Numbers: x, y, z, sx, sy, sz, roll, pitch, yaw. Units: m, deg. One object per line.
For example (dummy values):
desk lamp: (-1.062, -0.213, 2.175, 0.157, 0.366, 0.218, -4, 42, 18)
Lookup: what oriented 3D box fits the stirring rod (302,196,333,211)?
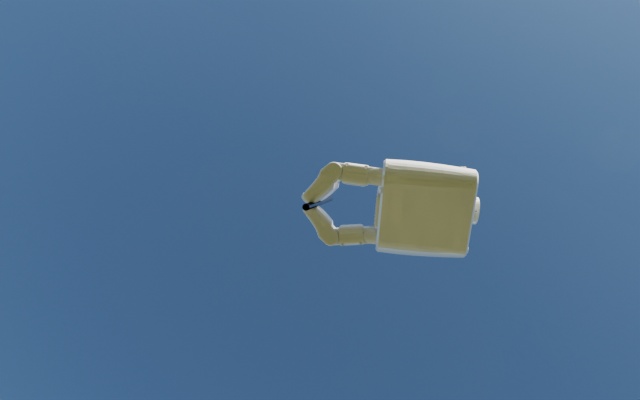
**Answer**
stirring rod: (0.000, 0.002, 0.633, 0.011, 0.011, 0.239, 0, 2, 8)
